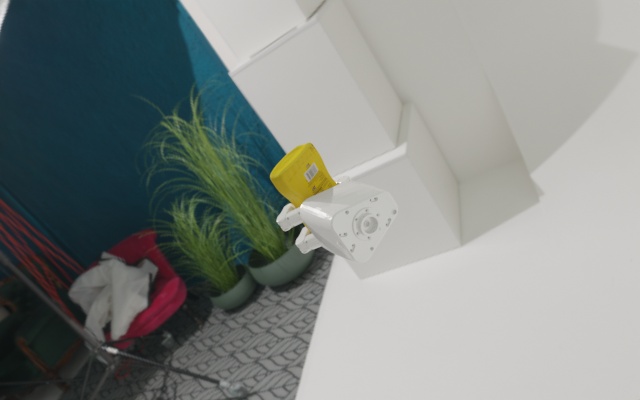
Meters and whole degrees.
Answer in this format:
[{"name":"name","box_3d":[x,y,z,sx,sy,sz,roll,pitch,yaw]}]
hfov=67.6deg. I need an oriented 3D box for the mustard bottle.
[{"name":"mustard bottle","box_3d":[0.000,0.002,0.817,0.058,0.192,0.096,-11,32,45]}]
